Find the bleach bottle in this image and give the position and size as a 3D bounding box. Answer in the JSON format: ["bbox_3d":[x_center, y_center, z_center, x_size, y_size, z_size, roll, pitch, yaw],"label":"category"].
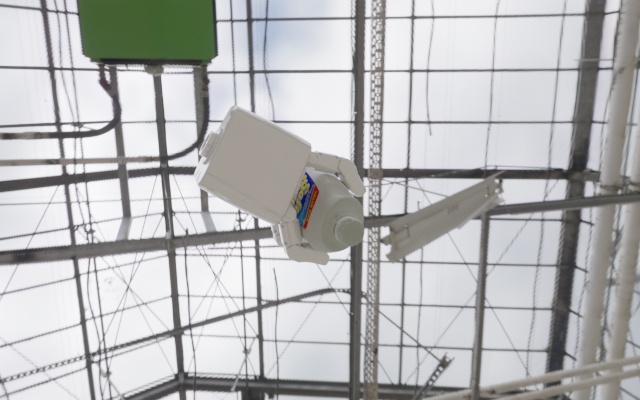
[{"bbox_3d":[0.000,0.002,0.631,0.068,0.102,0.250,26,3,-22],"label":"bleach bottle"}]
